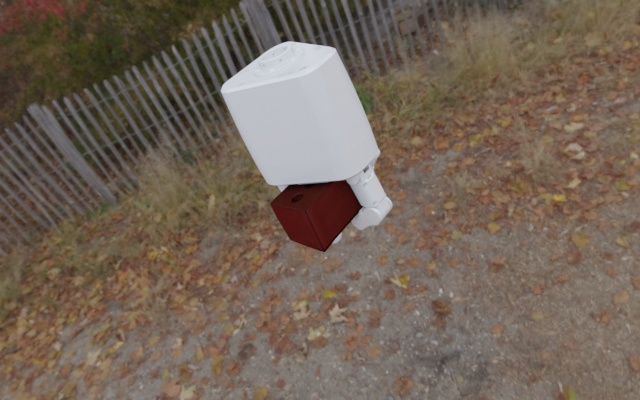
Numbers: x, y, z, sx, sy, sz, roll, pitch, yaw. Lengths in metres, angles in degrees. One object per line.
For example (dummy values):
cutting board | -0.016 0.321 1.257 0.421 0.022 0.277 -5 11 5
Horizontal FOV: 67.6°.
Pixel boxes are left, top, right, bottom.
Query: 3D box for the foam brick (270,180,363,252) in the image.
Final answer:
foam brick | 0.000 0.002 0.469 0.053 0.051 0.078 12 49 44
